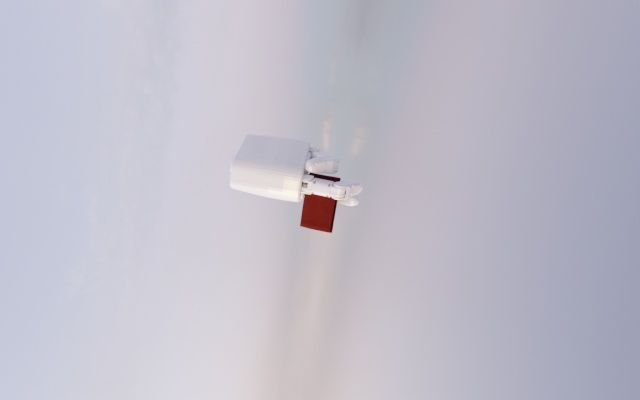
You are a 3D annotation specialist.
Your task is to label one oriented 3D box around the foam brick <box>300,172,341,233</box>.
[{"bbox_3d":[0.000,0.003,0.748,0.051,0.078,0.053,9,18,1],"label":"foam brick"}]
